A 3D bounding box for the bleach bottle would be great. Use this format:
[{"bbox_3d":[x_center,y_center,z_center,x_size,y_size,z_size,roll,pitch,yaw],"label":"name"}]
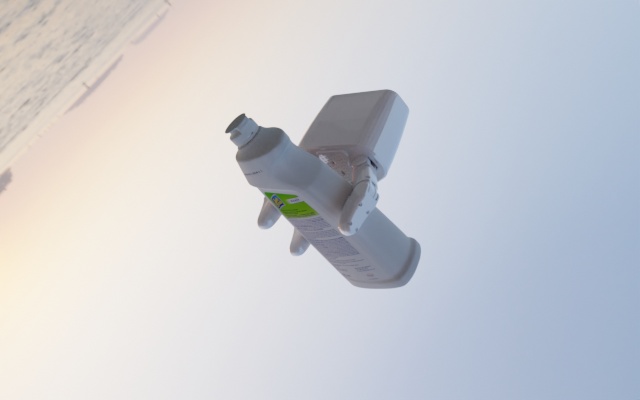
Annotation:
[{"bbox_3d":[0.000,0.002,0.521,0.102,0.068,0.251,-12,-49,46],"label":"bleach bottle"}]
